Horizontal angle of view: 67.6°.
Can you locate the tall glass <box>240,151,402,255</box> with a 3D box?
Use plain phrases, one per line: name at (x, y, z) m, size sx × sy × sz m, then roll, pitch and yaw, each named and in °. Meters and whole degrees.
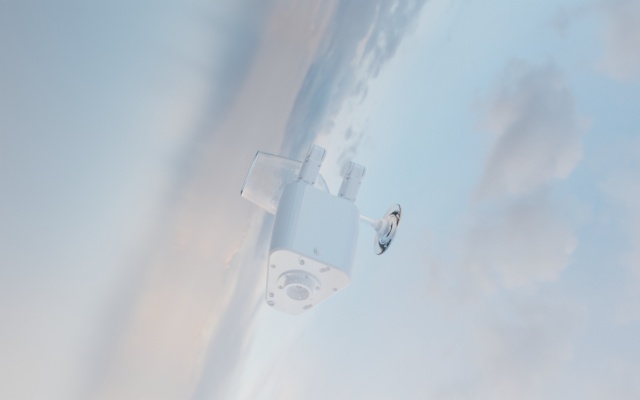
tall glass at (0.001, 0.002, 0.622) m, size 0.201 × 0.079 × 0.079 m, roll 22°, pitch -4°, yaw -10°
